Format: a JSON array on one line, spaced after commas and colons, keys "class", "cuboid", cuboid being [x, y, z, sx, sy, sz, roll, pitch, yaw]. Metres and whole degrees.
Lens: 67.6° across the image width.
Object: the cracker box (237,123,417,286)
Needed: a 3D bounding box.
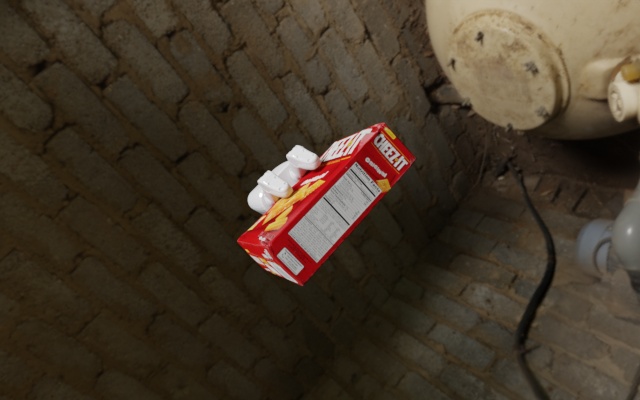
[{"class": "cracker box", "cuboid": [0.000, 0.002, 0.626, 0.213, 0.072, 0.164, -47, 14, -15]}]
